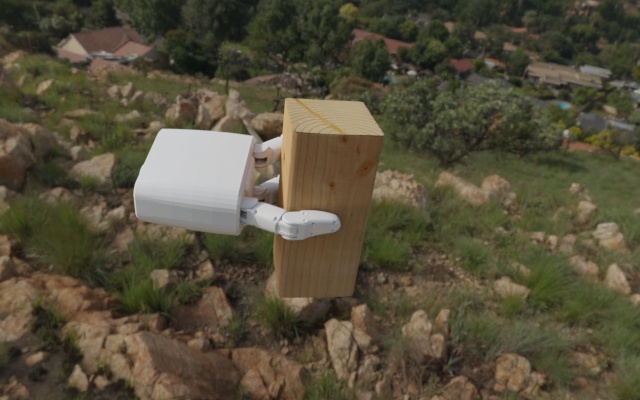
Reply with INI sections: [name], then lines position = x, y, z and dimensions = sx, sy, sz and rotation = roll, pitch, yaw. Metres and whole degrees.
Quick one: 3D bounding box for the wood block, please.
[wood block]
position = 0.000, 0.002, 0.534
dimensions = 0.090, 0.206, 0.090
rotation = 1, 32, -11
